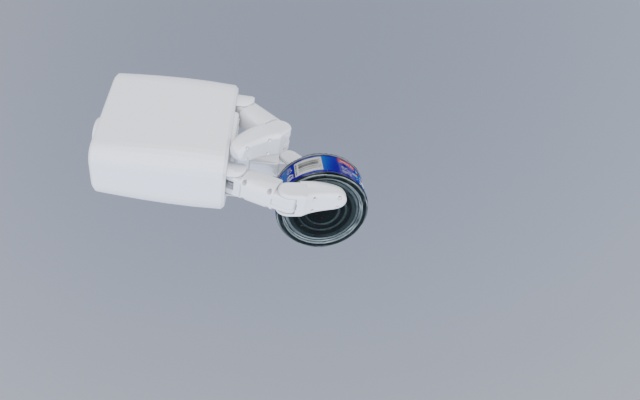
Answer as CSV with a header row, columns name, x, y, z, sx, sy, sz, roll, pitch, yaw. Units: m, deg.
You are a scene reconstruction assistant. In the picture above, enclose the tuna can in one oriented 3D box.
name,x,y,z,sx,sy,sz,roll,pitch,yaw
tuna can,0.000,0.002,0.440,0.086,0.086,0.033,0,36,-8
